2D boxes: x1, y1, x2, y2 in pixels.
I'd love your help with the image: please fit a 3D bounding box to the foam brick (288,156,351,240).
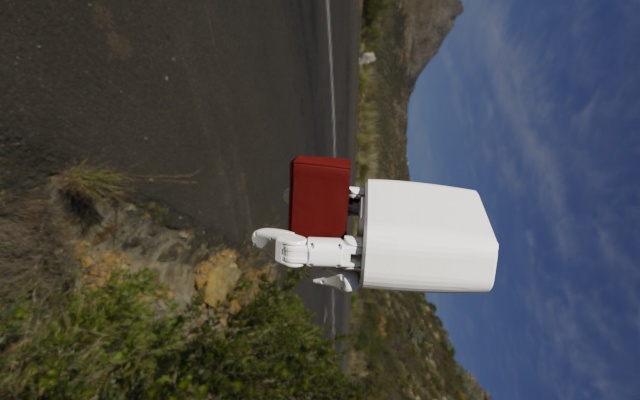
[{"bbox_3d":[0.000,0.001,0.428,0.051,0.078,0.053,4,14,4],"label":"foam brick"}]
